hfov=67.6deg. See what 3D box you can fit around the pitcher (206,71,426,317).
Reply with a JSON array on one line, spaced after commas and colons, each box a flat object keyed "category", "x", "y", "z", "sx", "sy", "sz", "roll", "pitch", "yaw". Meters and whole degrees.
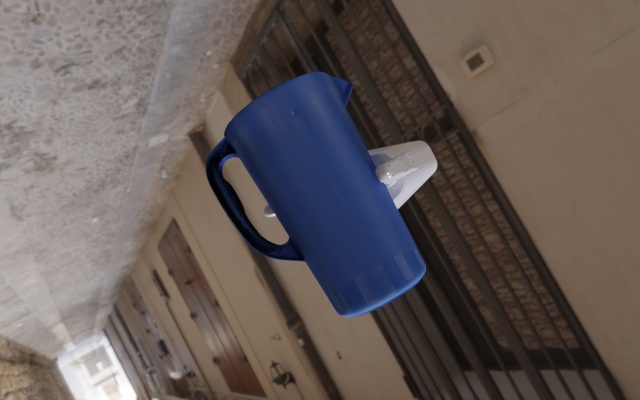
[{"category": "pitcher", "x": 0.000, "y": 0.002, "z": 0.516, "sx": 0.149, "sy": 0.243, "sz": 0.145, "roll": -32, "pitch": -5, "yaw": 39}]
